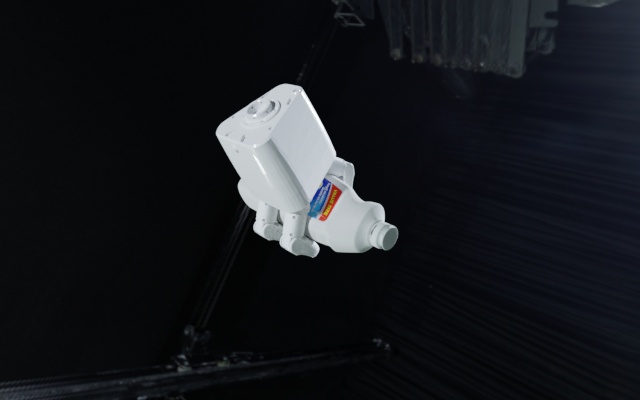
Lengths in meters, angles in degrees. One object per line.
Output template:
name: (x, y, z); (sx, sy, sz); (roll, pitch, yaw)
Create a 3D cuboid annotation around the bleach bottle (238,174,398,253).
bleach bottle: (0.000, 0.002, 0.633); (0.250, 0.068, 0.102); (23, 60, 42)
